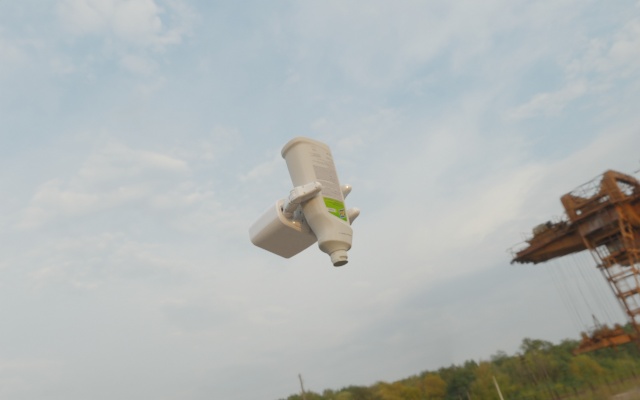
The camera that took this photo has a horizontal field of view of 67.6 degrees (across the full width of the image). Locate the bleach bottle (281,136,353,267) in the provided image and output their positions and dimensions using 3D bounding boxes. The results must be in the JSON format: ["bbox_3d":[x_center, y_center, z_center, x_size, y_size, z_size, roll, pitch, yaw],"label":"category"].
[{"bbox_3d":[0.000,0.003,0.892,0.102,0.250,0.068,11,-37,-40],"label":"bleach bottle"}]
